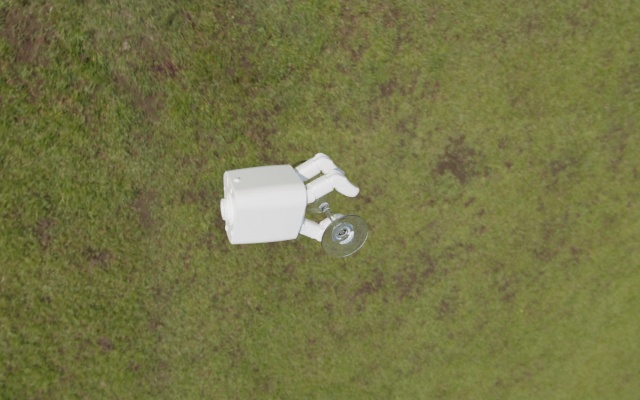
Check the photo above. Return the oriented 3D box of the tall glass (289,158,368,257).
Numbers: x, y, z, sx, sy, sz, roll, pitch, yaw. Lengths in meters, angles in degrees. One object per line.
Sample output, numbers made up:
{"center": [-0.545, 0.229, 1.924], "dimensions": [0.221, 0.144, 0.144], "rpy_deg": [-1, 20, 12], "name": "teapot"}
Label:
{"center": [0.000, 0.003, 0.771], "dimensions": [0.079, 0.079, 0.201], "rpy_deg": [0, 30, -24], "name": "tall glass"}
